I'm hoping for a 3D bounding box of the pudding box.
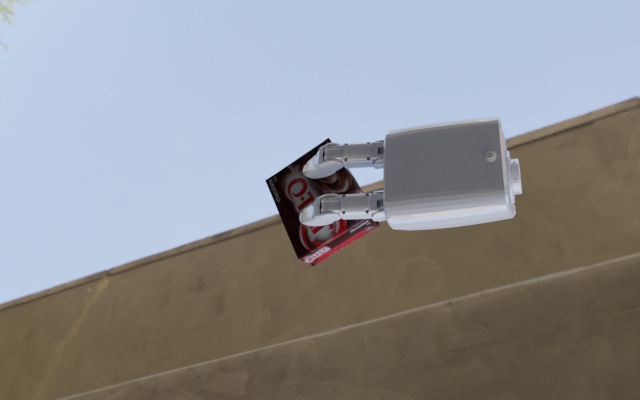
[{"bbox_3d":[0.000,0.002,0.522,0.090,0.113,0.039,-32,-33,11],"label":"pudding box"}]
